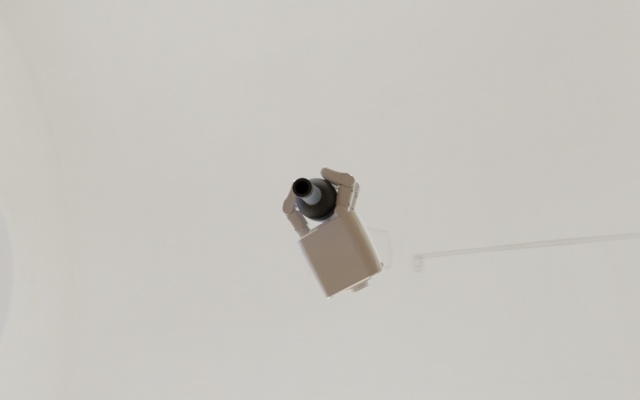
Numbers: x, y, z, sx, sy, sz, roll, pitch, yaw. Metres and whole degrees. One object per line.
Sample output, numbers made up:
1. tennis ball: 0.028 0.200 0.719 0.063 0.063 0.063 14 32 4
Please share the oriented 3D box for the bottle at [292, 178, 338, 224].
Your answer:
1. bottle: 0.000 0.003 0.791 0.069 0.069 0.296 0 -8 10
